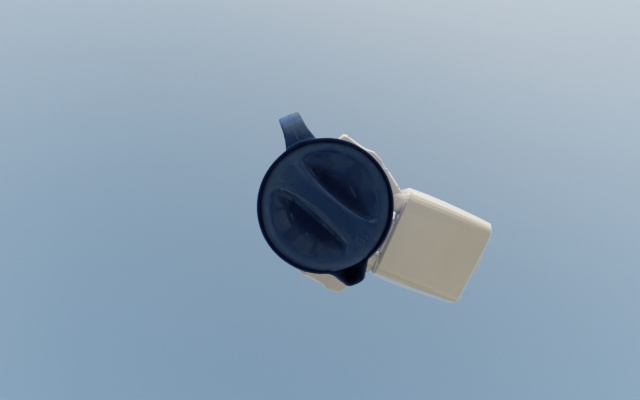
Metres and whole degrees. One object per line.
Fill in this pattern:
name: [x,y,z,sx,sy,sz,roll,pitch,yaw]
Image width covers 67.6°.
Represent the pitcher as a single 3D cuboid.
pitcher: [0.000,0.002,0.574,0.145,0.149,0.243,22,-3,0]
